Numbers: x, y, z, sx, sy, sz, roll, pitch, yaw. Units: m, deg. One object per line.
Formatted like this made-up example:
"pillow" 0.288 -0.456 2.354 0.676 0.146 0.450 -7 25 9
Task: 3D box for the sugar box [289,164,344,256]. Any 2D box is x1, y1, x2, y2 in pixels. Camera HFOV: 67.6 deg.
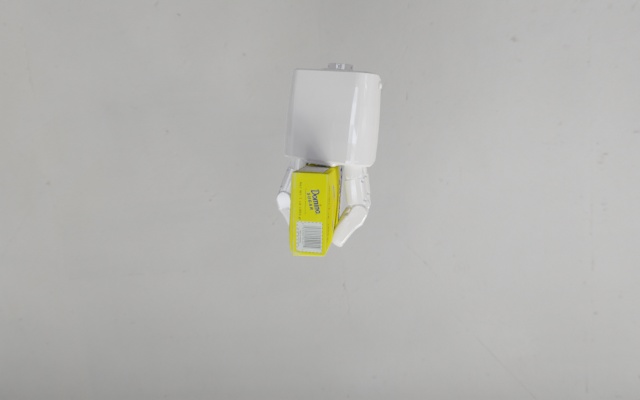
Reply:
"sugar box" 0.001 0.002 0.592 0.048 0.093 0.176 4 10 10
